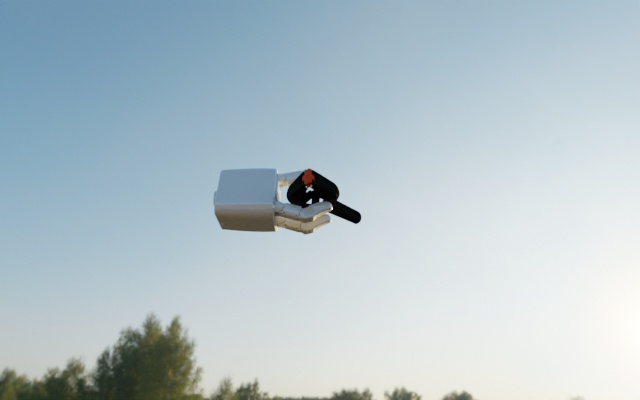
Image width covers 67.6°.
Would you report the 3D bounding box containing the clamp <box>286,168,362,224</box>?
[{"bbox_3d":[0.000,0.002,0.883,0.164,0.036,0.210,-2,-25,-1],"label":"clamp"}]
